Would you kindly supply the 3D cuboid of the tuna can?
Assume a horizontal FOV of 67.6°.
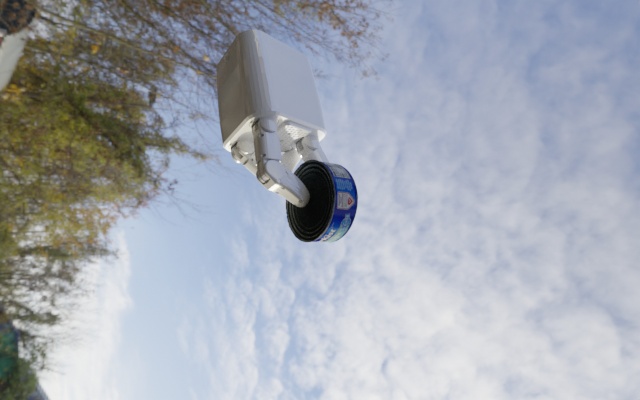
[{"bbox_3d":[0.001,0.002,0.502,0.034,0.086,0.086,6,-4,-36],"label":"tuna can"}]
